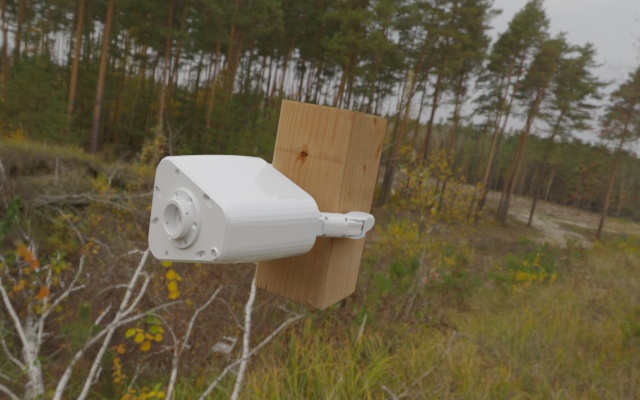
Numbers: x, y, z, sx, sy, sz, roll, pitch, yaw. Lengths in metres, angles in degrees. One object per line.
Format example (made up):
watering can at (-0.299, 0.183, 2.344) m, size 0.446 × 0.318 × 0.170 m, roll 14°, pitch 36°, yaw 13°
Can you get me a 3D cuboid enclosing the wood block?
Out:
wood block at (0.000, 0.002, 0.531) m, size 0.091 × 0.206 × 0.090 m, roll 15°, pitch 11°, yaw 27°
